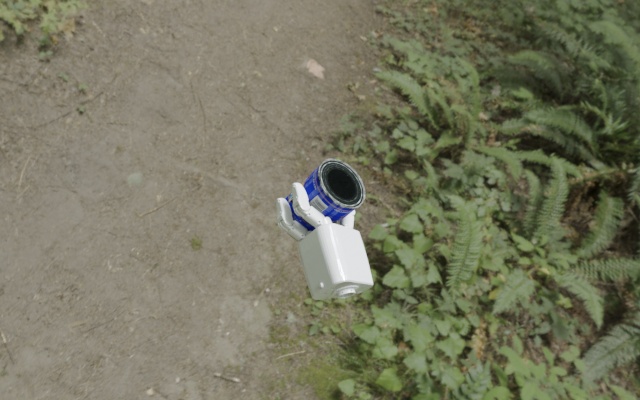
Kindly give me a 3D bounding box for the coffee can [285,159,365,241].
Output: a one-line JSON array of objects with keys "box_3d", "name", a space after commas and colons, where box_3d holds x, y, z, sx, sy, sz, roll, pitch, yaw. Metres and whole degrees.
[{"box_3d": [0.000, 0.003, 0.886, 0.103, 0.102, 0.140, 0, -29, -40], "name": "coffee can"}]
